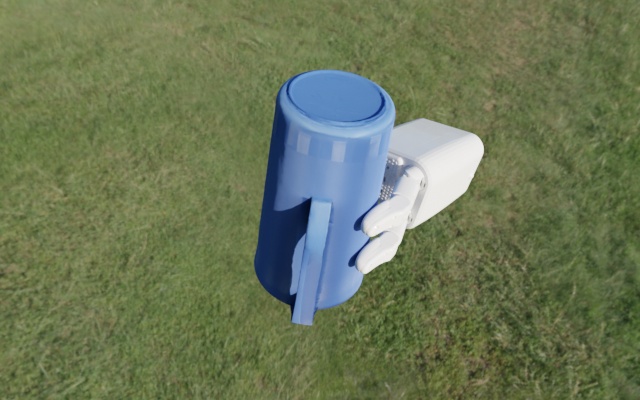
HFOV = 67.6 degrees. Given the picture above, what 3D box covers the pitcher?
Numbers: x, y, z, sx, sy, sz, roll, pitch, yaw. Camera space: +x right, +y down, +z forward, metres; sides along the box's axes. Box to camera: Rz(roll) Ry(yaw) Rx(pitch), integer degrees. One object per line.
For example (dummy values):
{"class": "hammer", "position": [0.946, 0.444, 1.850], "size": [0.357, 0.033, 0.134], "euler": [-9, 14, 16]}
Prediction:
{"class": "pitcher", "position": [0.000, 0.002, 0.495], "size": [0.145, 0.243, 0.149], "euler": [-25, 53, -31]}
